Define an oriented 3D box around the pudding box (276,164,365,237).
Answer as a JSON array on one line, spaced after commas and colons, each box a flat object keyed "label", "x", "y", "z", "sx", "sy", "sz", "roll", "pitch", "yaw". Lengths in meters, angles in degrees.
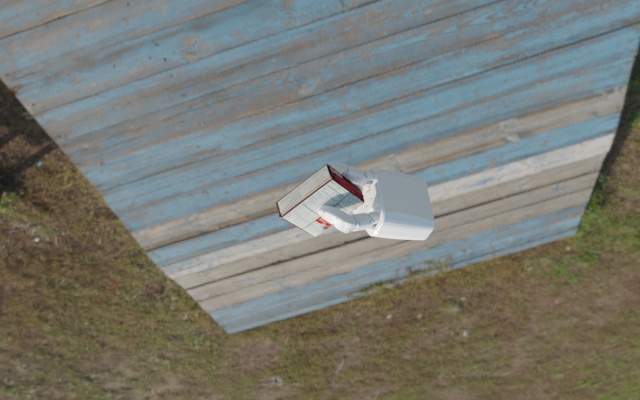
[{"label": "pudding box", "x": 0.000, "y": 0.003, "z": 0.764, "sx": 0.113, "sy": 0.039, "sz": 0.090, "roll": -37, "pitch": -45, "yaw": 20}]
